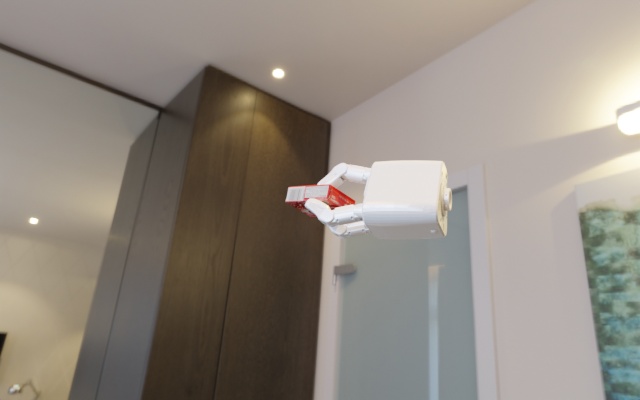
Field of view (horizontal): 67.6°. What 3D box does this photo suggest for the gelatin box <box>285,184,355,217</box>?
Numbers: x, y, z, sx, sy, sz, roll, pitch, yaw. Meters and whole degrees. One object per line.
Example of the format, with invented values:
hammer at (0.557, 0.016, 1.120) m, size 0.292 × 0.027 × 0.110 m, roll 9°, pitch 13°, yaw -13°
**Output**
gelatin box at (0.000, 0.002, 0.775) m, size 0.089 × 0.030 × 0.073 m, roll -2°, pitch -23°, yaw 37°
